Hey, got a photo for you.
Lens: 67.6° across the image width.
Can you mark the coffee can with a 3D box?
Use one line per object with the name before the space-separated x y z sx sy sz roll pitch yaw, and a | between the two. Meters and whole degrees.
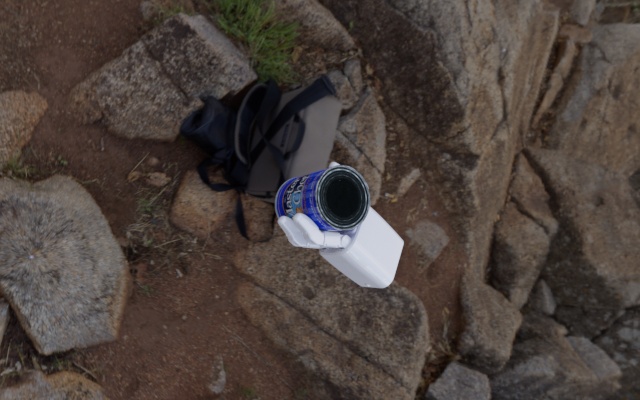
coffee can | 0.000 0.002 0.793 0.103 0.103 0.140 0 -6 -31
